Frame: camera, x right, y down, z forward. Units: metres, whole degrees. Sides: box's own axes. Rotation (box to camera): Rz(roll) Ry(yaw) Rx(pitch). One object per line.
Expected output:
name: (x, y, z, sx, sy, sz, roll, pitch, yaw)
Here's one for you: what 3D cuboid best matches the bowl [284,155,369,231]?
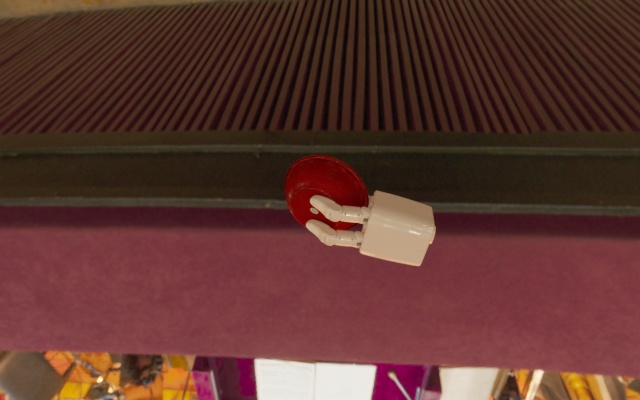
bowl: (-0.001, 0.003, 0.839, 0.162, 0.162, 0.055, 0, 33, 25)
